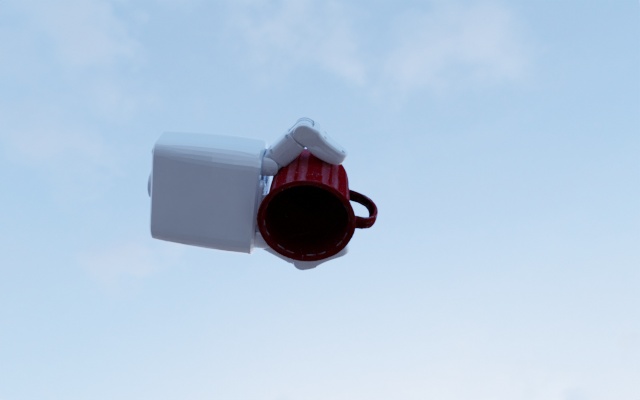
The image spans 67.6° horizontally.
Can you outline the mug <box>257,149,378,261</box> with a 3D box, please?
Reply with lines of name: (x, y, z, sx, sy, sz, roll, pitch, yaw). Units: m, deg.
mug: (0.002, 0.002, 0.481, 0.117, 0.093, 0.081, 8, 32, -2)
